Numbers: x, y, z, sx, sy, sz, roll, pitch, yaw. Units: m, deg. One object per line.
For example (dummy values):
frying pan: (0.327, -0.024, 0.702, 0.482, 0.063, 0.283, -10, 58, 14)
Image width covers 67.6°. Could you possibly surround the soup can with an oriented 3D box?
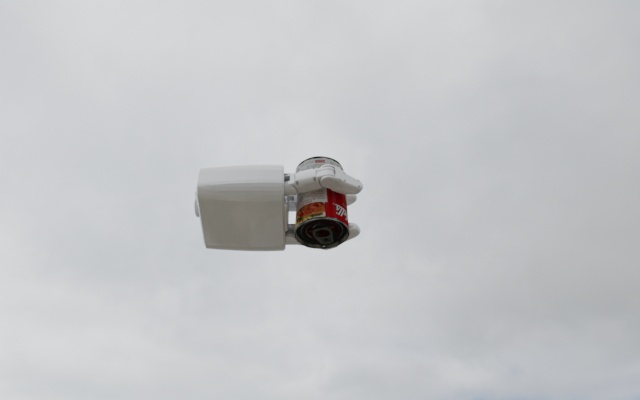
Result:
soup can: (0.001, 0.002, 0.616, 0.068, 0.102, 0.069, -2, -37, -1)
